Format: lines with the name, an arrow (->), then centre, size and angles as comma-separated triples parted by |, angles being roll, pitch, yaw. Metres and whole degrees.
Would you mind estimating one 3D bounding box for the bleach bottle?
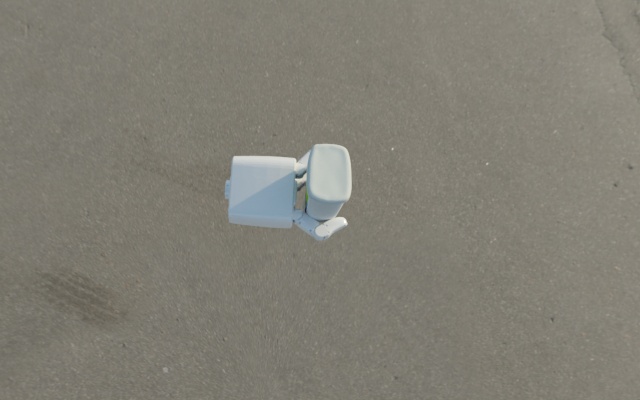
bleach bottle -> 0.000, 0.003, 0.830 | 0.068, 0.102, 0.251 | 3, -23, -6
